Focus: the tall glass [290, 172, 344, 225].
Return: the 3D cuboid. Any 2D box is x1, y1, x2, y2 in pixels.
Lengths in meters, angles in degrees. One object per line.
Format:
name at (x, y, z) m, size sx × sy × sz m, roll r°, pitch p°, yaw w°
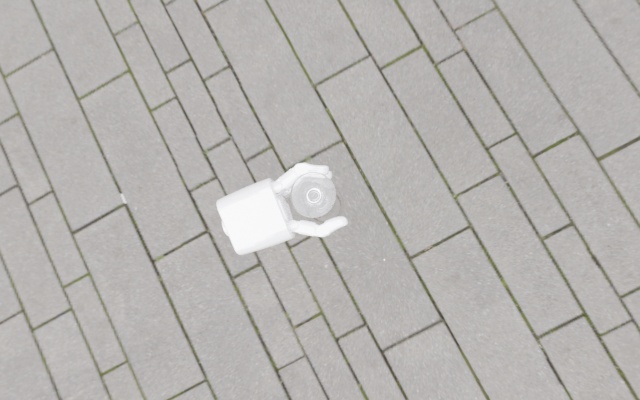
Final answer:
tall glass at (0.000, 0.003, 0.863) m, size 0.079 × 0.079 × 0.201 m, roll 0°, pitch -7°, yaw 8°
